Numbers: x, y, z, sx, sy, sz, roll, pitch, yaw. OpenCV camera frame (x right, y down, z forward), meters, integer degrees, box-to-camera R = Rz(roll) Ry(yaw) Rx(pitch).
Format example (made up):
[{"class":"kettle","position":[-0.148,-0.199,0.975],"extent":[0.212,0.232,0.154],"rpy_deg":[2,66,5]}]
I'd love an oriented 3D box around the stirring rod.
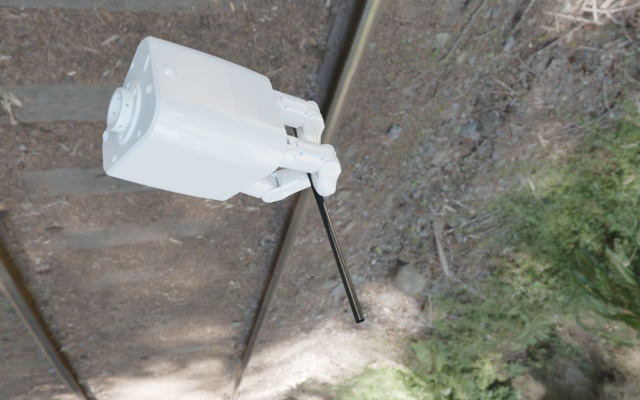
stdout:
[{"class":"stirring rod","position":[0.000,0.001,0.453],"extent":[0.011,0.239,0.011],"rpy_deg":[-13,-32,-8]}]
